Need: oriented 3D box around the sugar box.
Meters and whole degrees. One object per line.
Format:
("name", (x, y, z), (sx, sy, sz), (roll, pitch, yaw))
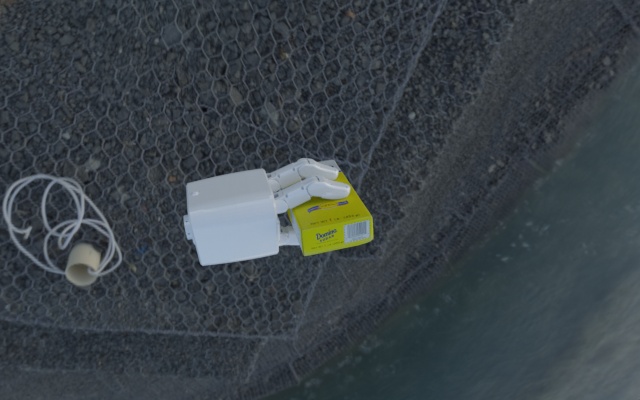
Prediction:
("sugar box", (0.000, 0.002, 0.658), (0.093, 0.048, 0.176), (-11, 33, -11))
